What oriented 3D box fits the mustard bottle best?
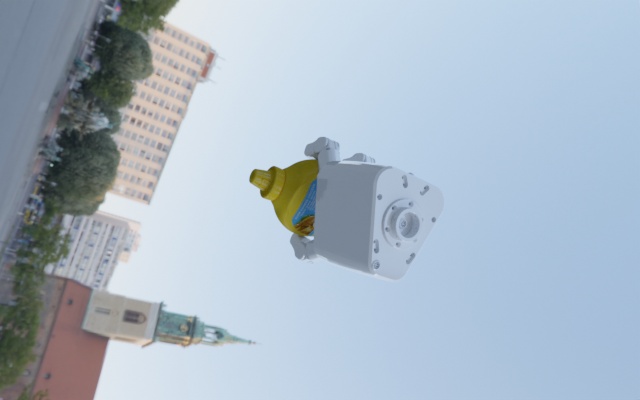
[{"bbox_3d":[0.000,0.002,0.596,0.192,0.096,0.058,21,18,-28],"label":"mustard bottle"}]
